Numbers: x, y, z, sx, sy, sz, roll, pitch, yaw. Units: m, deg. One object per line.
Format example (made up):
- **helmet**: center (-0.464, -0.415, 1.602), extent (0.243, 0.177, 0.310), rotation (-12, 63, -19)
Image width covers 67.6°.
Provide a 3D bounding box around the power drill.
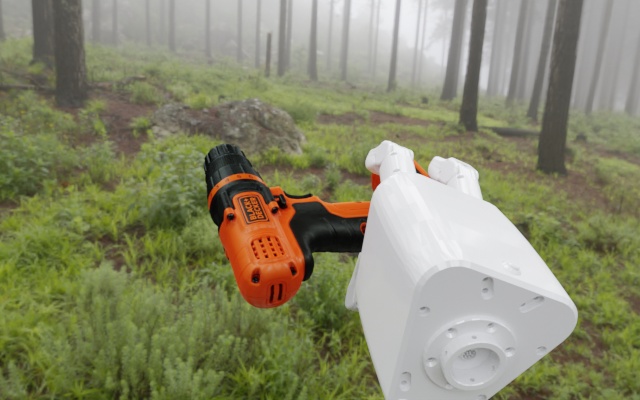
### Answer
- **power drill**: center (0.001, 0.001, 0.413), extent (0.187, 0.057, 0.184), rotation (-9, 42, -19)
